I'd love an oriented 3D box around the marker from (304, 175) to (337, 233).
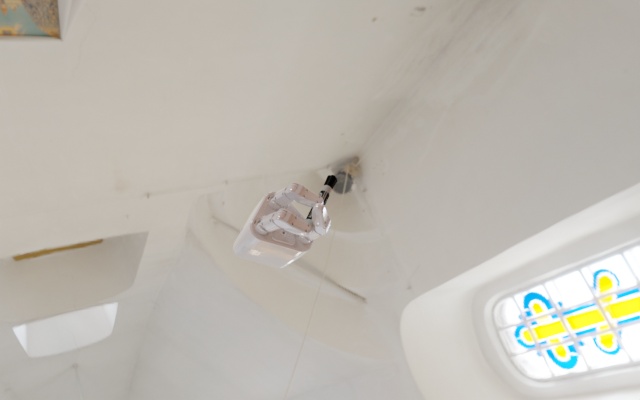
[{"bbox_3d":[0.000,0.003,0.783,0.020,0.121,0.020,17,-37,13],"label":"marker"}]
